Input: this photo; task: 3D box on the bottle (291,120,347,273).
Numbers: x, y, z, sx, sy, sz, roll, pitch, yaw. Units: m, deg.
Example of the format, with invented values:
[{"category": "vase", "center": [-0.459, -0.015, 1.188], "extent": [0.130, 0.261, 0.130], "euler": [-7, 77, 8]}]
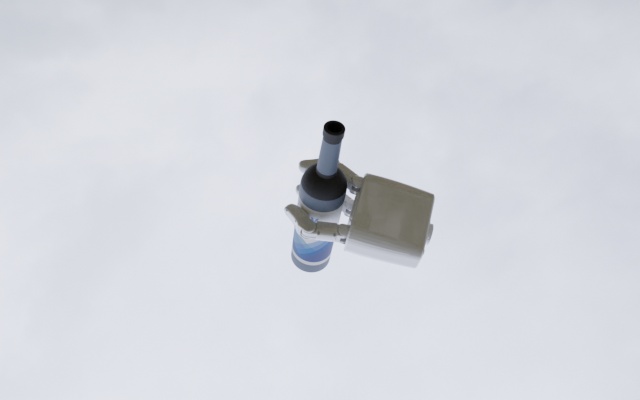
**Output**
[{"category": "bottle", "center": [0.000, 0.002, 0.698], "extent": [0.069, 0.069, 0.296], "euler": [0, -39, -9]}]
